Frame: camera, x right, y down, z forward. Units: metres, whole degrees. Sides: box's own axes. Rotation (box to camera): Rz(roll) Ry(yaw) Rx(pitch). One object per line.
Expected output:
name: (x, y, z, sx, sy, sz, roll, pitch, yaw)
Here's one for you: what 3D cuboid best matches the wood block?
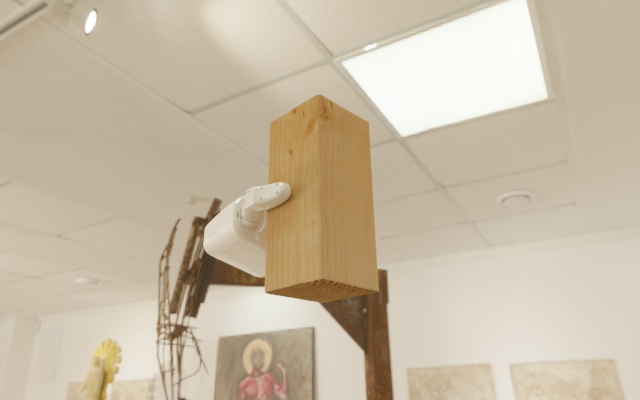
wood block: (0.000, 0.002, 0.539, 0.090, 0.206, 0.091, -21, -29, 41)
